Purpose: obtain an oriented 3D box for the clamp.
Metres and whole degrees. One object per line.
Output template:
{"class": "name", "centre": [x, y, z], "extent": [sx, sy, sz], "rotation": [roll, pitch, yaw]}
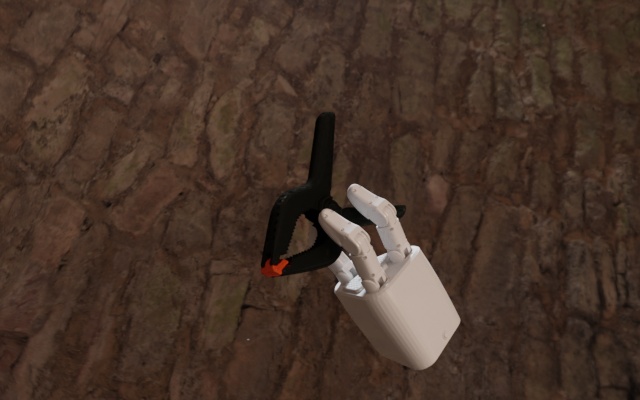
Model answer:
{"class": "clamp", "centre": [-0.001, 0.002, 0.542], "extent": [0.210, 0.164, 0.036], "rotation": [-40, 9, -37]}
